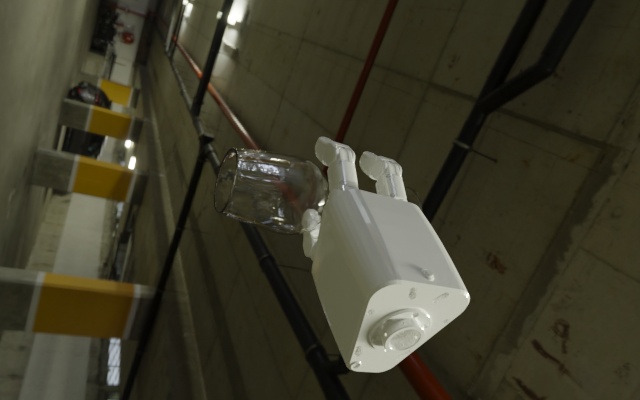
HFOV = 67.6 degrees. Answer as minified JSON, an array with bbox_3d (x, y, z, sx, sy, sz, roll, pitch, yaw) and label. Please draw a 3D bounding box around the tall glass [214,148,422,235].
[{"bbox_3d":[0.001,0.002,0.478,0.201,0.079,0.079,13,-6,-26],"label":"tall glass"}]
